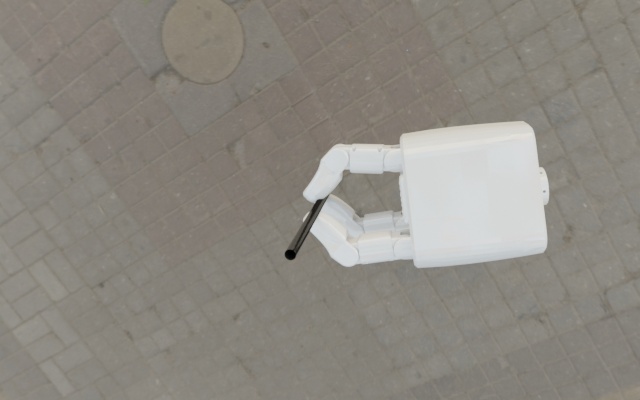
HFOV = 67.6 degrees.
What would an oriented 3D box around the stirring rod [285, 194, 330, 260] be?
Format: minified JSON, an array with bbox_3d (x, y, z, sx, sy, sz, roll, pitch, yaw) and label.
[{"bbox_3d":[0.000,0.001,0.437,0.011,0.011,0.239,0,17,10],"label":"stirring rod"}]
